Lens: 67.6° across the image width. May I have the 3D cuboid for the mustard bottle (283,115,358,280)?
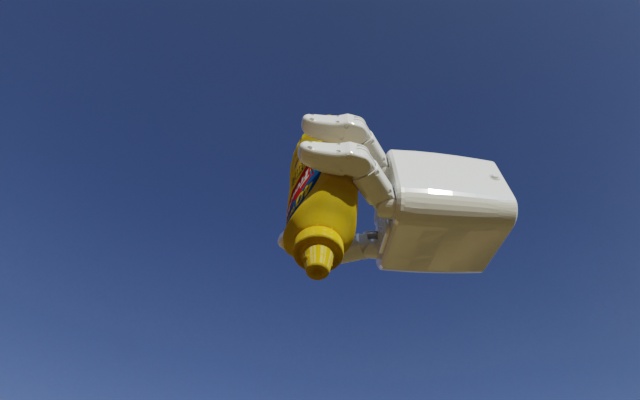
[{"bbox_3d":[0.000,0.001,0.442,0.058,0.096,0.191,24,32,-15],"label":"mustard bottle"}]
